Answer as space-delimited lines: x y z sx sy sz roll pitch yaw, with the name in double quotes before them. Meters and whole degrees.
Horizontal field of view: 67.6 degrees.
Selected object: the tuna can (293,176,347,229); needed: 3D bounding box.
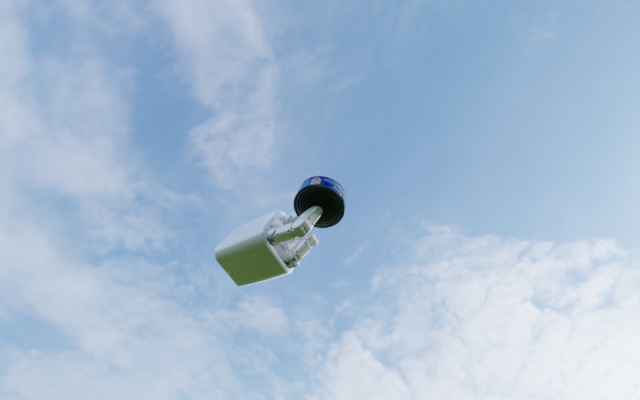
"tuna can" 0.000 0.002 0.793 0.086 0.086 0.033 0 34 12
